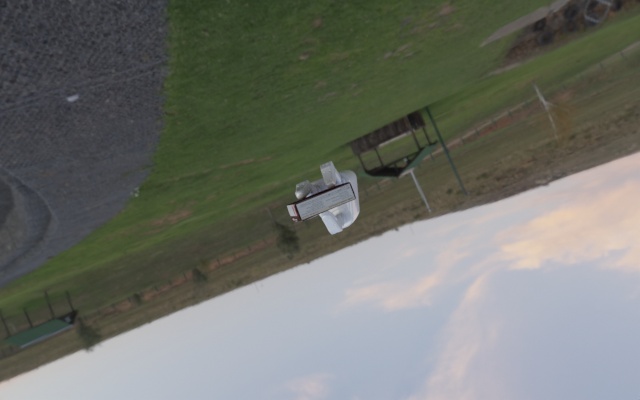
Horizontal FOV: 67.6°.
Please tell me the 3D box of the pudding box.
[{"bbox_3d":[0.000,0.003,0.884,0.113,0.039,0.090,-24,2,-12],"label":"pudding box"}]
